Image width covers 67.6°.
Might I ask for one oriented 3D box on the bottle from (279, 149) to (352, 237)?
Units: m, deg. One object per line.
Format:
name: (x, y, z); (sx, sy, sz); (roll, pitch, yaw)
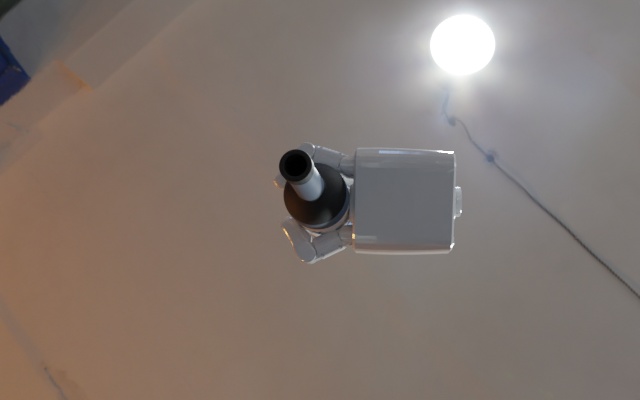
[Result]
bottle: (0.000, 0.002, 0.526); (0.069, 0.069, 0.296); (0, -12, 8)
